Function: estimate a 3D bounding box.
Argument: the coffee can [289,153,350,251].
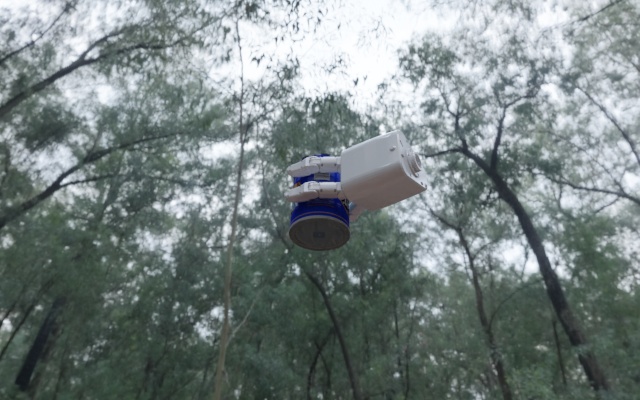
[{"bbox_3d":[0.000,0.003,0.837,0.103,0.140,0.103,1,-36,1],"label":"coffee can"}]
